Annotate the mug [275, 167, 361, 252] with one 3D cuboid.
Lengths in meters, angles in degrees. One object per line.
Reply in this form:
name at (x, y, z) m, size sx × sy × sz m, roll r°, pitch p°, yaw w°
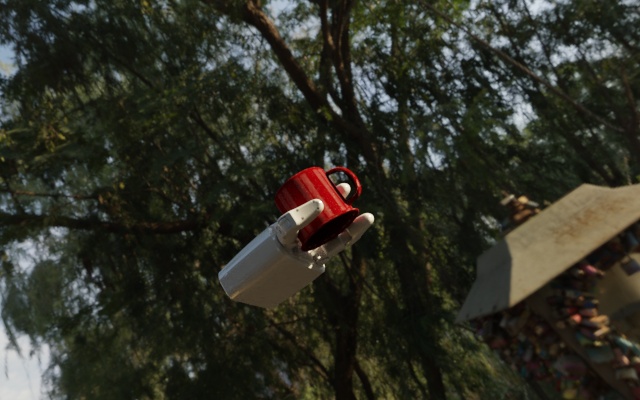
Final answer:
mug at (0.001, 0.001, 0.643) m, size 0.117 × 0.081 × 0.093 m, roll -40°, pitch -18°, yaw 14°
